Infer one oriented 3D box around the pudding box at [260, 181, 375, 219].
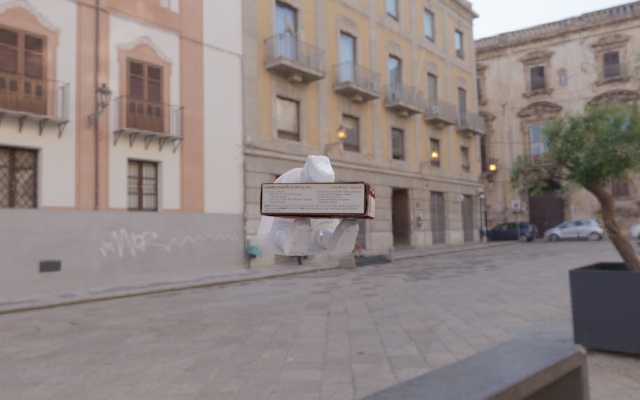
[{"bbox_3d":[0.000,0.002,0.519,0.113,0.039,0.090,-2,-3,11],"label":"pudding box"}]
